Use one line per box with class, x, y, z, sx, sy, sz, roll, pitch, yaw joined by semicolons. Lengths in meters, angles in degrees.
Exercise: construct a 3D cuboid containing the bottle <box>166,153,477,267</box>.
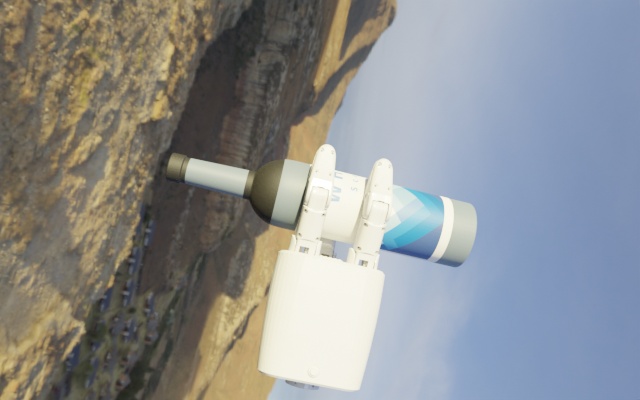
bottle;0.000;0.002;0.467;0.296;0.069;0.069;13;-2;-6
